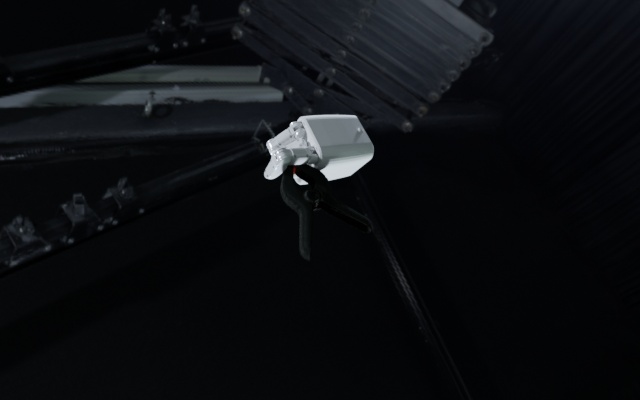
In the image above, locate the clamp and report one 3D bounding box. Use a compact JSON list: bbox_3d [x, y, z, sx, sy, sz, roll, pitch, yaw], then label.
[{"bbox_3d":[0.000,0.003,0.732,0.120,0.171,0.039,-11,-27,-25],"label":"clamp"}]
